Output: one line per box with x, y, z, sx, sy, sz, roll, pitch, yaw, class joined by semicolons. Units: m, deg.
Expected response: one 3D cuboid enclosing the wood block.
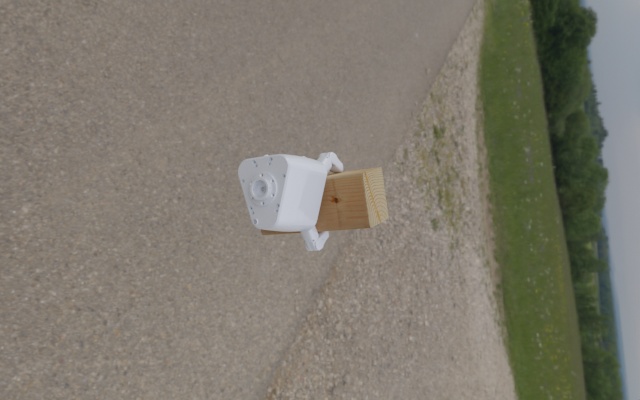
0.000;0.003;0.821;0.206;0.091;0.090;-5;7;28;wood block
